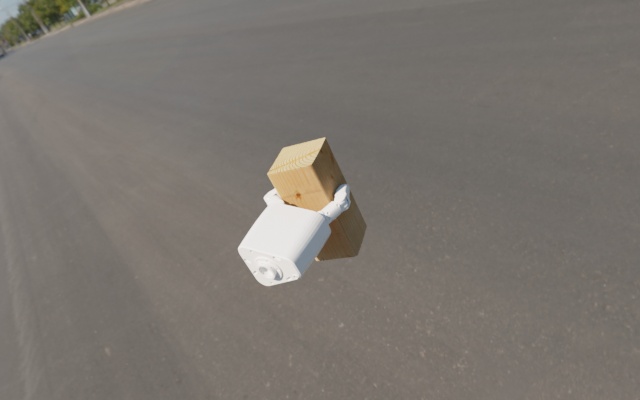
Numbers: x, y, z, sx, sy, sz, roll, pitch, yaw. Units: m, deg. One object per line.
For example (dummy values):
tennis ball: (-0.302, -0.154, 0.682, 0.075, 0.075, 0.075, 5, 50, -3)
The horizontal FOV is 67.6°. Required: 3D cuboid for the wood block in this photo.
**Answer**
wood block: (0.000, 0.003, 0.869, 0.091, 0.206, 0.090, -10, 34, 27)
